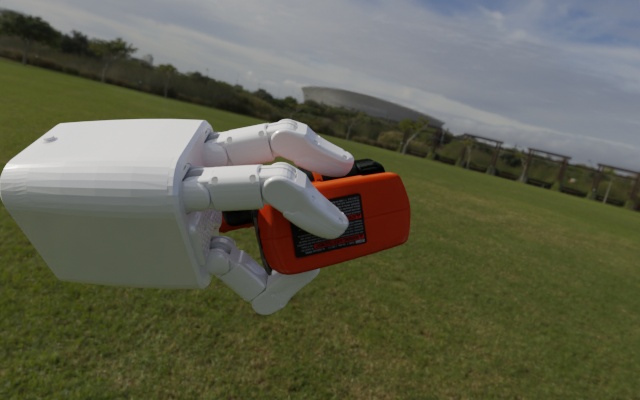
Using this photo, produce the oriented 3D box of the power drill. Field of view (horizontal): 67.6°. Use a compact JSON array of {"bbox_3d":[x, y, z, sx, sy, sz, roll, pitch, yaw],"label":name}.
[{"bbox_3d":[0.000,0.001,0.404,0.184,0.057,0.187,-14,10,-15],"label":"power drill"}]
